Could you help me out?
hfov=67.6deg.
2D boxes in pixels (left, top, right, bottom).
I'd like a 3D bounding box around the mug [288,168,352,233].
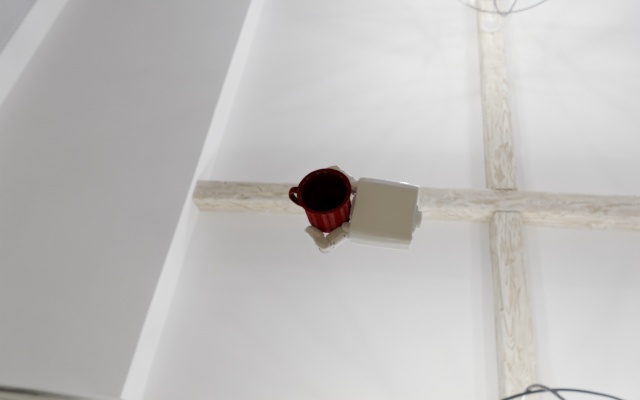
[{"bbox_3d":[-0.001,0.003,0.832,0.117,0.093,0.082,9,-30,16],"label":"mug"}]
